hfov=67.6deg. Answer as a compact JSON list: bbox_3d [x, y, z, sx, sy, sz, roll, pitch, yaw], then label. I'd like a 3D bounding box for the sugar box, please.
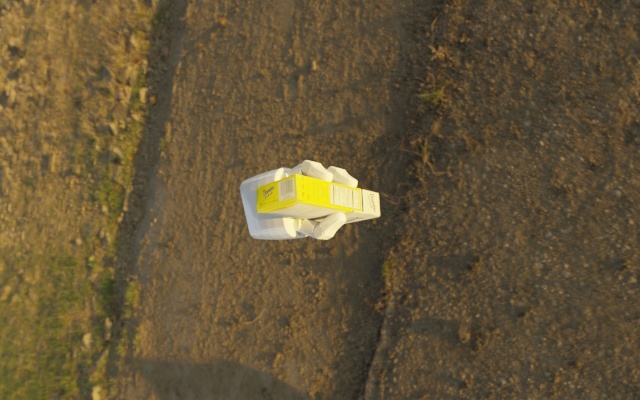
[{"bbox_3d":[0.000,0.002,0.729,0.176,0.048,0.093,8,-16,-44],"label":"sugar box"}]
